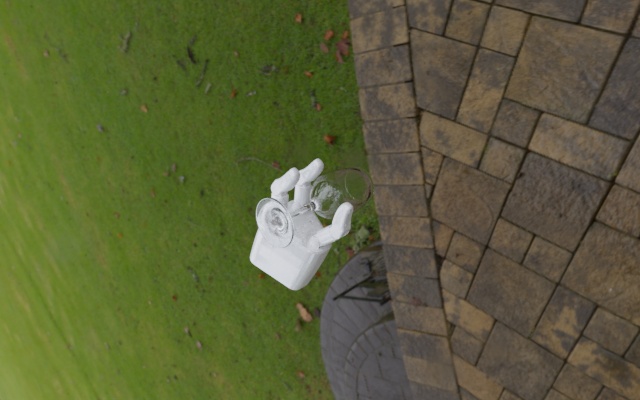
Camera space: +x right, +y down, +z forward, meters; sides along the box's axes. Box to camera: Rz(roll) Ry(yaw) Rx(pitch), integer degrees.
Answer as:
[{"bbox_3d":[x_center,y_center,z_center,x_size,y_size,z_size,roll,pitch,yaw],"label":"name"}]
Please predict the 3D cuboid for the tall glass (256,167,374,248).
[{"bbox_3d":[0.000,0.003,0.730,0.079,0.079,0.201,0,17,43],"label":"tall glass"}]
